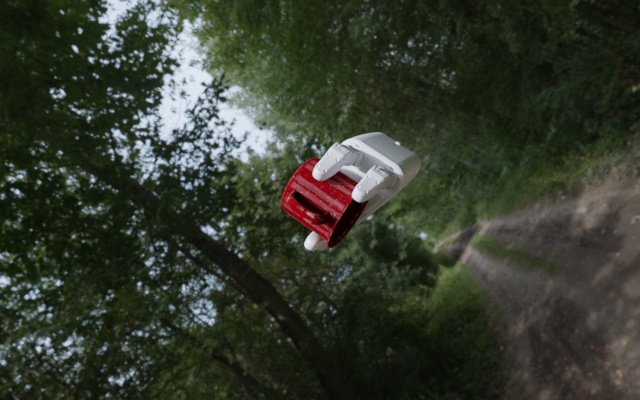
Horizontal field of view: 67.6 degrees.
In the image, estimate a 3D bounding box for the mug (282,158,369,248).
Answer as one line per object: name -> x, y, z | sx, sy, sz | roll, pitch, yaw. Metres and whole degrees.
mug -> -0.001, 0.002, 0.590 | 0.081, 0.093, 0.117 | 34, 26, 16
